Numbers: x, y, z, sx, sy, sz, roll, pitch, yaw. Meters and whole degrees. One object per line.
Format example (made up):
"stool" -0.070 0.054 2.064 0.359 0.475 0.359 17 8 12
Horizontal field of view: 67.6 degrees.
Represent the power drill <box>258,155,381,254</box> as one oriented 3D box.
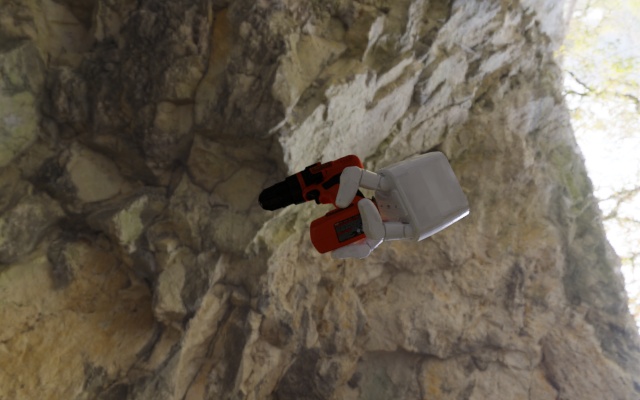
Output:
"power drill" 0.001 0.003 0.742 0.184 0.057 0.187 -23 33 -3
